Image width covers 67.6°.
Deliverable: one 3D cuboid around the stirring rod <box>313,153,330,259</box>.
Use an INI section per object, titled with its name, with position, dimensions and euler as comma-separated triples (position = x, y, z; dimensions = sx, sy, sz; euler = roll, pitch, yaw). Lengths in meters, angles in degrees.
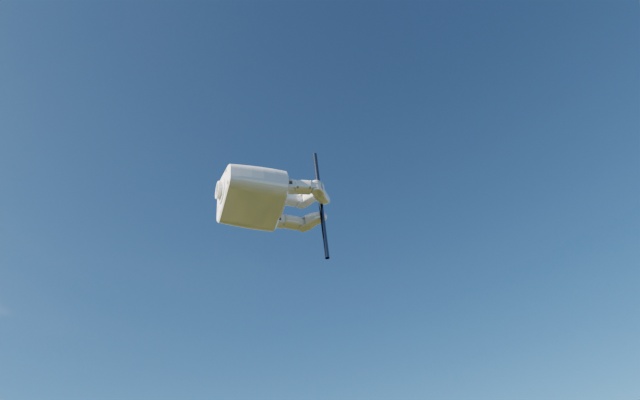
[stirring rod]
position = 0.000, 0.003, 0.894
dimensions = 0.011, 0.239, 0.011
euler = -5, -36, -3
